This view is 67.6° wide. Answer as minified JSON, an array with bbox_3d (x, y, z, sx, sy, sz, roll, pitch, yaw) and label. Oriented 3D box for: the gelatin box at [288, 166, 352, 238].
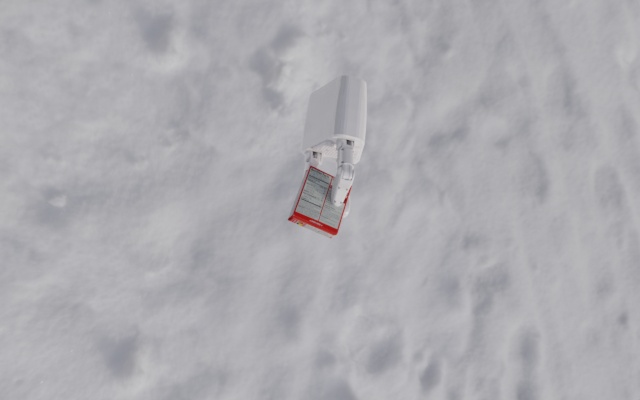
[{"bbox_3d":[0.000,0.003,0.719,0.073,0.089,0.030,24,-25,-13],"label":"gelatin box"}]
